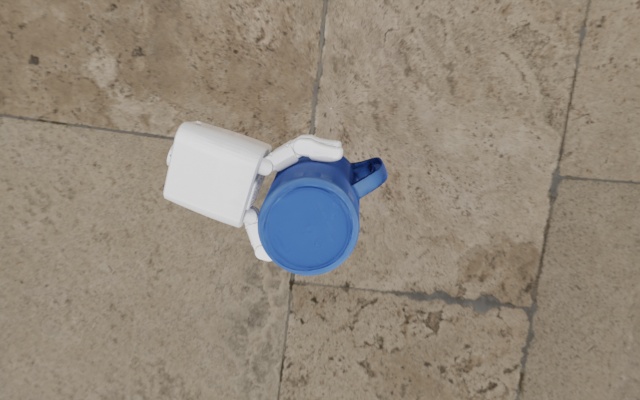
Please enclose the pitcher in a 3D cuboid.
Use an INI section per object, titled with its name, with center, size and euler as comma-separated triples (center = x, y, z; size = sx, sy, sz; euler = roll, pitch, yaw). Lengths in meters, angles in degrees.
[pitcher]
center = 0.000, 0.002, 0.608
size = 0.145, 0.149, 0.242
euler = 20, 11, -2
